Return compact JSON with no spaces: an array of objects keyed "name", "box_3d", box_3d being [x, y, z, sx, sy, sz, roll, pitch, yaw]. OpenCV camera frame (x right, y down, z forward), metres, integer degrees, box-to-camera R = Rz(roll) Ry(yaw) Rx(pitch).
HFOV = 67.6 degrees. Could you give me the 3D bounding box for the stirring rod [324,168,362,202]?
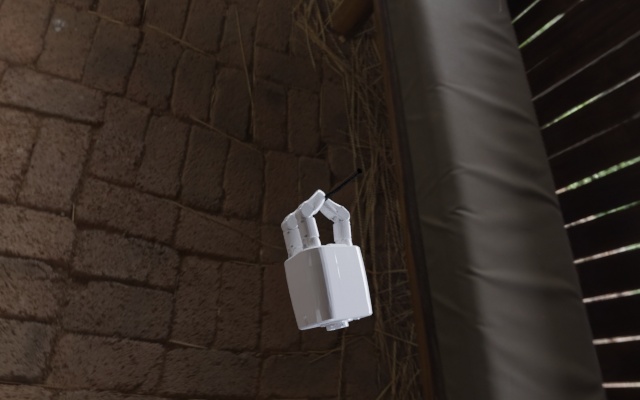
[{"name":"stirring rod","box_3d":[0.000,0.003,0.745,0.011,0.011,0.240,0,-21,-28]}]
